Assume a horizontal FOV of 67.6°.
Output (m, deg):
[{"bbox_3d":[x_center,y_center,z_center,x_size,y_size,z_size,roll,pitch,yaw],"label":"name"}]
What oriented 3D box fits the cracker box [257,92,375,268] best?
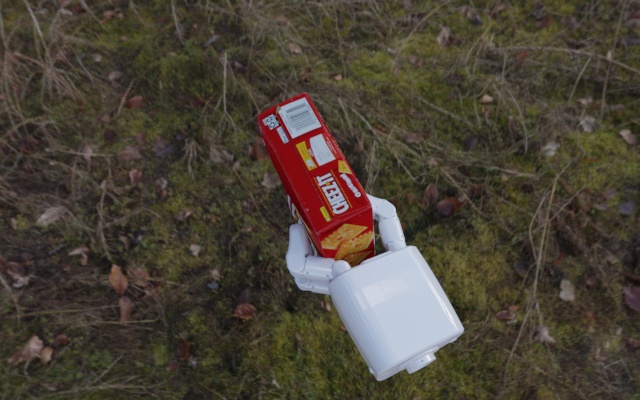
[{"bbox_3d":[0.000,0.002,0.584,0.072,0.164,0.214,-25,-26,-6],"label":"cracker box"}]
